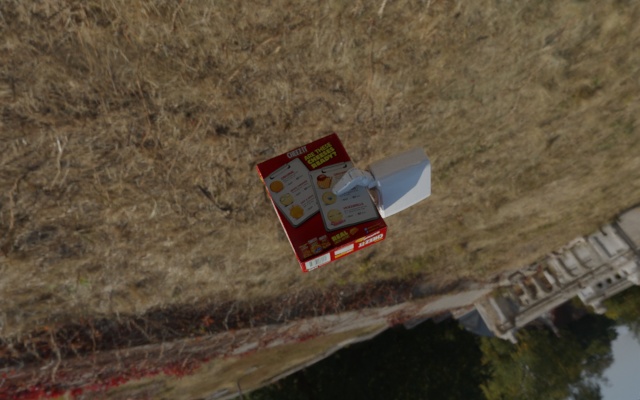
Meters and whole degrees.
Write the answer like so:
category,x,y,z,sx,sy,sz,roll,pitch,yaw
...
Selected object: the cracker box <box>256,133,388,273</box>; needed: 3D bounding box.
category,x,y,z,sx,sy,sz,roll,pitch,yaw
cracker box,0.000,0.003,0.869,0.164,0.213,0.072,-23,-25,-8
